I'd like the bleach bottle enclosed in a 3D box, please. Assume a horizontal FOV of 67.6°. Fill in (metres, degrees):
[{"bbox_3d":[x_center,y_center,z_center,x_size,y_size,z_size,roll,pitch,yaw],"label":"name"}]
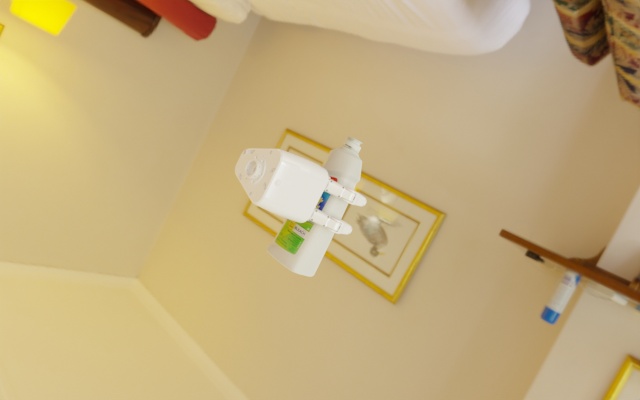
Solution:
[{"bbox_3d":[0.000,0.003,0.849,0.068,0.251,0.102,22,6,-44],"label":"bleach bottle"}]
